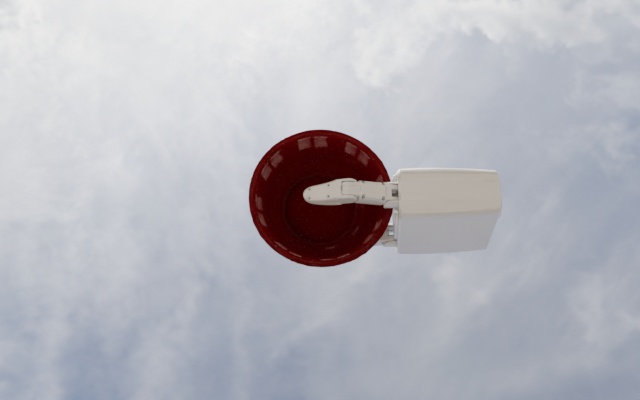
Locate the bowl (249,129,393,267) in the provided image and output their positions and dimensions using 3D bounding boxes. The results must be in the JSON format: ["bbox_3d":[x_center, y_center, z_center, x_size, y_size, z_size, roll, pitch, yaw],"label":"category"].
[{"bbox_3d":[-0.001,0.002,0.554,0.162,0.162,0.055,0,-18,-2],"label":"bowl"}]
